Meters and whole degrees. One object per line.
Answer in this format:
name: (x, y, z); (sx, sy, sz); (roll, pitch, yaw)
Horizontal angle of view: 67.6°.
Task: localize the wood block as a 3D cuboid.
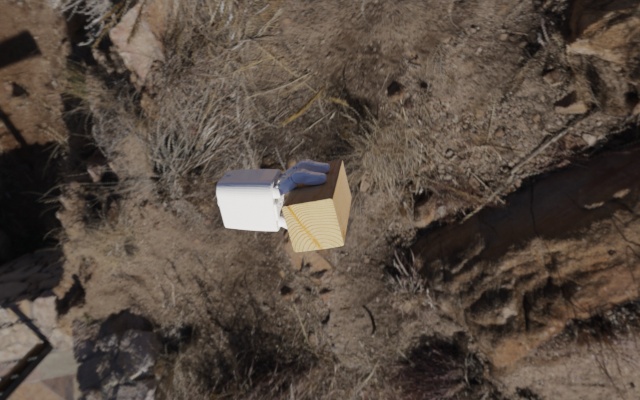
wood block: (0.000, 0.003, 0.888); (0.090, 0.091, 0.206); (-9, 22, 12)
